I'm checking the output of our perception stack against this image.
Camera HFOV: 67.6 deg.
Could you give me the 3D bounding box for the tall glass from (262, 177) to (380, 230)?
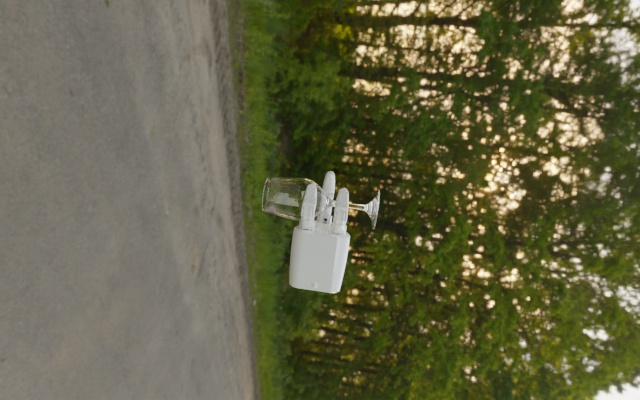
[{"bbox_3d":[0.001,0.003,0.851,0.201,0.079,0.079,8,0,1],"label":"tall glass"}]
